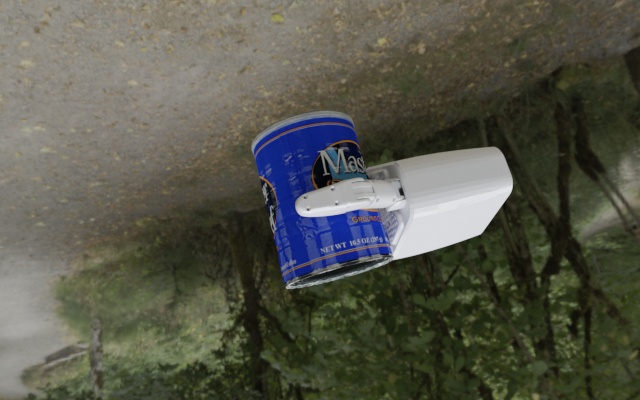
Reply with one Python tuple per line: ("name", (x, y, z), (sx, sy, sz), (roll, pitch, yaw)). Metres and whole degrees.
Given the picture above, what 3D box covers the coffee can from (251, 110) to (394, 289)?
("coffee can", (0.000, 0.001, 0.451), (0.103, 0.140, 0.103), (-14, -14, -4))
